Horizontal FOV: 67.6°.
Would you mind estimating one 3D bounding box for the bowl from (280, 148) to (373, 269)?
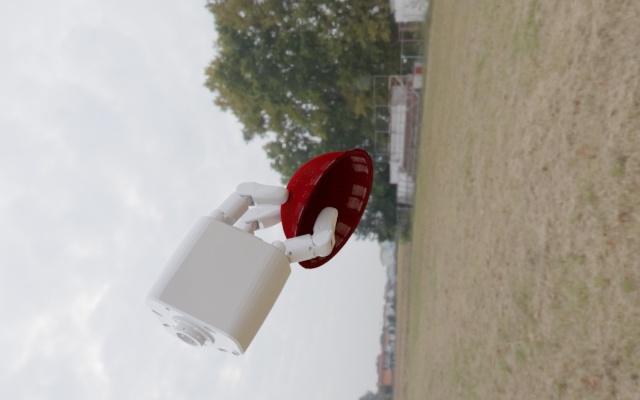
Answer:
[{"bbox_3d":[0.001,0.001,0.596,0.055,0.162,0.162,28,14,28],"label":"bowl"}]
